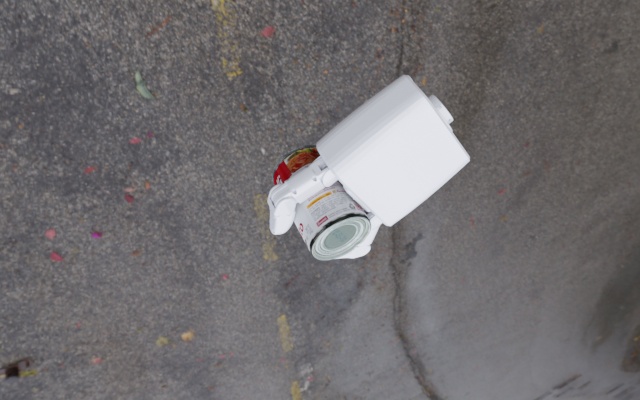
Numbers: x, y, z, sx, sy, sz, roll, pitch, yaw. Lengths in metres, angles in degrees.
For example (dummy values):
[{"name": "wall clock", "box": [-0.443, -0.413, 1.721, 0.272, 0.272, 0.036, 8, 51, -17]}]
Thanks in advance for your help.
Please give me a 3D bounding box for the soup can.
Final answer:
[{"name": "soup can", "box": [0.000, 0.002, 0.490, 0.068, 0.102, 0.069, -20, -36, -15]}]
